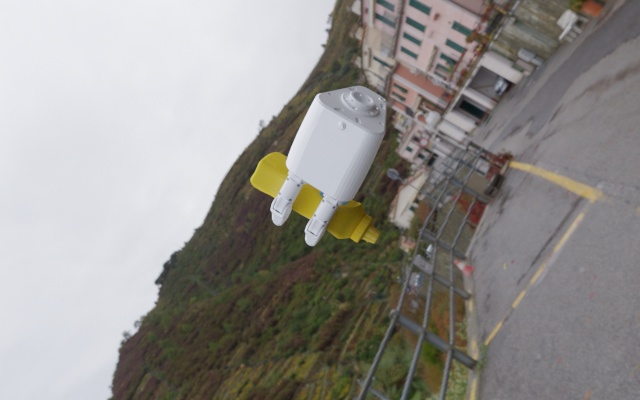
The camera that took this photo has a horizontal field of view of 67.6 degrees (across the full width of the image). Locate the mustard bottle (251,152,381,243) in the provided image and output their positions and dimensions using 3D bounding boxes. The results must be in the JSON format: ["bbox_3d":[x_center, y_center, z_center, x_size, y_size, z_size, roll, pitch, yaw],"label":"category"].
[{"bbox_3d":[0.000,0.002,0.679,0.191,0.058,0.096,32,12,7],"label":"mustard bottle"}]
